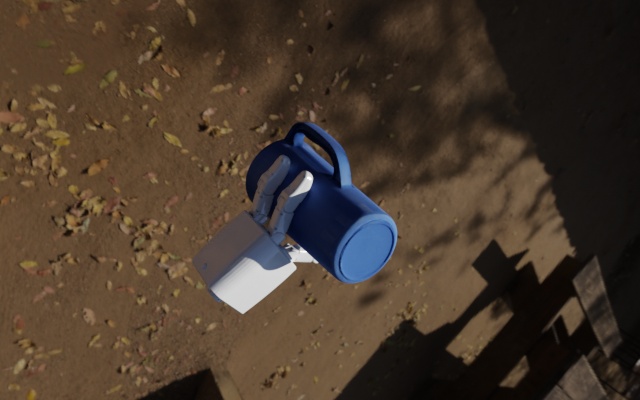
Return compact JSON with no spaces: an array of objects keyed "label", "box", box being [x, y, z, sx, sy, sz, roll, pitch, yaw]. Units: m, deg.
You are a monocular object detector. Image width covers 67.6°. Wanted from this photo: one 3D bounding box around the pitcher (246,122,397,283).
[{"label":"pitcher","box":[0.000,0.002,0.697,0.242,0.145,0.149,40,-12,46]}]
